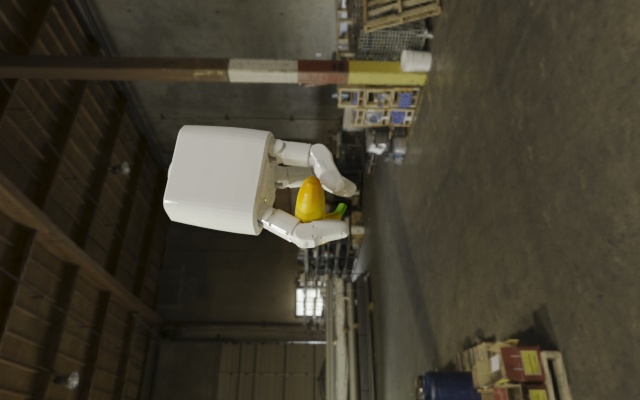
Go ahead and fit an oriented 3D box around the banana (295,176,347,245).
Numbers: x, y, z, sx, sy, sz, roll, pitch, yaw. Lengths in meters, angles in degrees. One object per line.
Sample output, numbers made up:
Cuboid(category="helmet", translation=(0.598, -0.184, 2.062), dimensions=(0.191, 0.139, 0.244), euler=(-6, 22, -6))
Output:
Cuboid(category="banana", translation=(-0.004, 0.020, 0.583), dimensions=(0.037, 0.069, 0.198), euler=(14, -6, 12))
